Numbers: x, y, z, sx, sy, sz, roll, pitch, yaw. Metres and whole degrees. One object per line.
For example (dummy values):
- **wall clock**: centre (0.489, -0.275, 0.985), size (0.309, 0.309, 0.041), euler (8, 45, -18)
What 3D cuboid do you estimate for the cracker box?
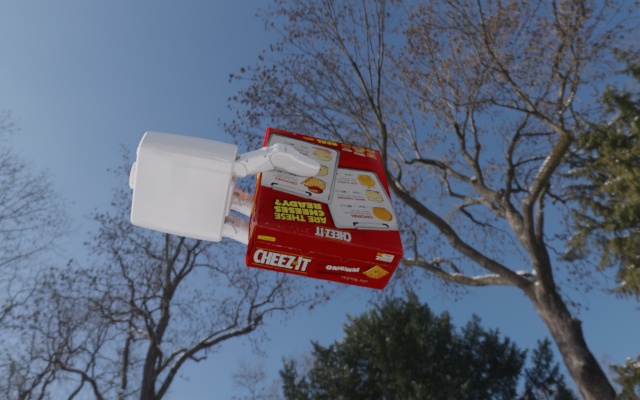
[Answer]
- **cracker box**: centre (0.000, 0.002, 0.593), size (0.164, 0.072, 0.213), euler (11, 36, -10)
